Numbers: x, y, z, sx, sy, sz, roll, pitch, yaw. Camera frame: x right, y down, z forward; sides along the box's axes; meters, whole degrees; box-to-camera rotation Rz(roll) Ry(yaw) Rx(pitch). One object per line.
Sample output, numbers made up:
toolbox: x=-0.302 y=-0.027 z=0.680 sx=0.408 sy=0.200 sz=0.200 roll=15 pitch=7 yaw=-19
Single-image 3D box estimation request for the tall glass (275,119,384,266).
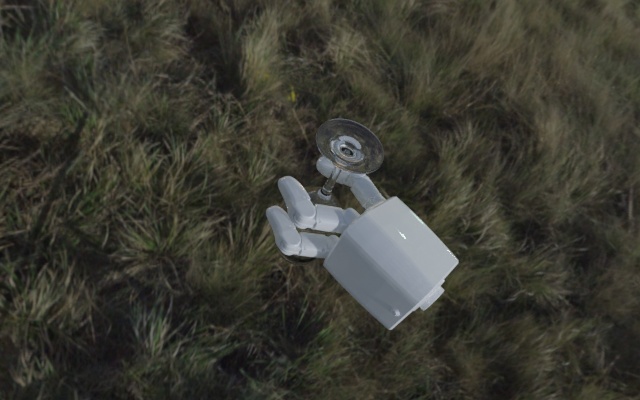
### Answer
tall glass: x=0.000 y=0.001 z=0.559 sx=0.079 sy=0.079 sz=0.201 roll=0 pitch=-35 yaw=-23
